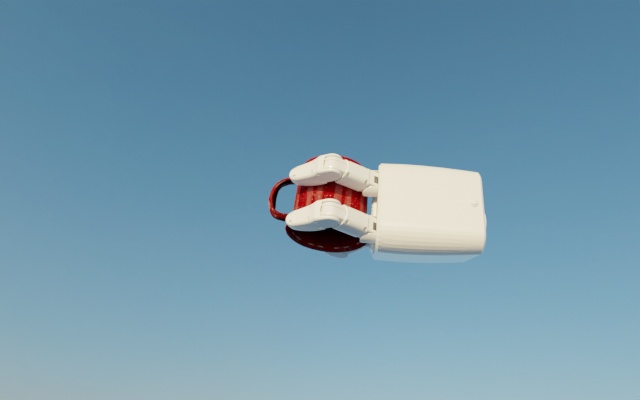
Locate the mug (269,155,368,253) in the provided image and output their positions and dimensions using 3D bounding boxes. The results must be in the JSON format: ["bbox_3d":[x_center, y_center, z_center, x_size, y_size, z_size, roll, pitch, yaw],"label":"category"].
[{"bbox_3d":[-0.001,0.002,0.541,0.117,0.081,0.093,5,-30,5],"label":"mug"}]
